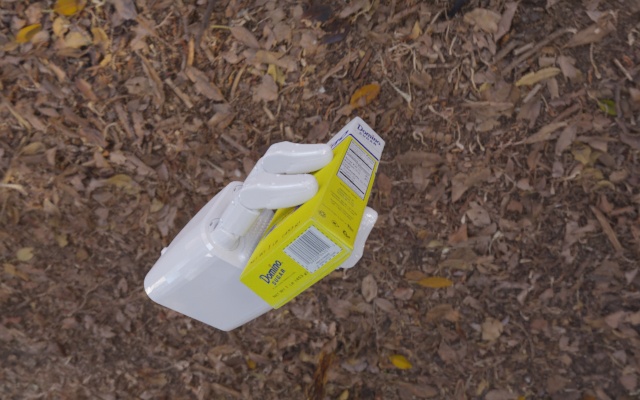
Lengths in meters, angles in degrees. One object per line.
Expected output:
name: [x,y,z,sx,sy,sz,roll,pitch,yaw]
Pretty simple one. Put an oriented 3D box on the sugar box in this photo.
sugar box: [0.000,0.001,0.413,0.093,0.048,0.176,-40,17,32]
